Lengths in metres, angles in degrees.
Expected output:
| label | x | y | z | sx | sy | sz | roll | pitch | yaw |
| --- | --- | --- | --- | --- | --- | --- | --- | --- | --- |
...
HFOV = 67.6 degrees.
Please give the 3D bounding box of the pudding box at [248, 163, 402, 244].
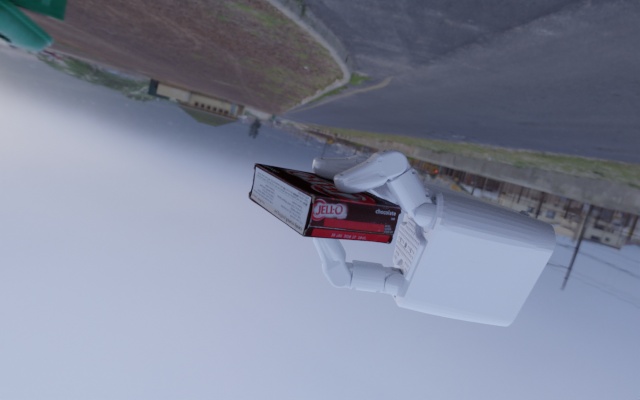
| label | x | y | z | sx | sy | sz | roll | pitch | yaw |
| --- | --- | --- | --- | --- | --- | --- | --- | --- | --- |
| pudding box | 0.000 | 0.002 | 0.418 | 0.090 | 0.039 | 0.113 | 9 | 9 | -34 |
